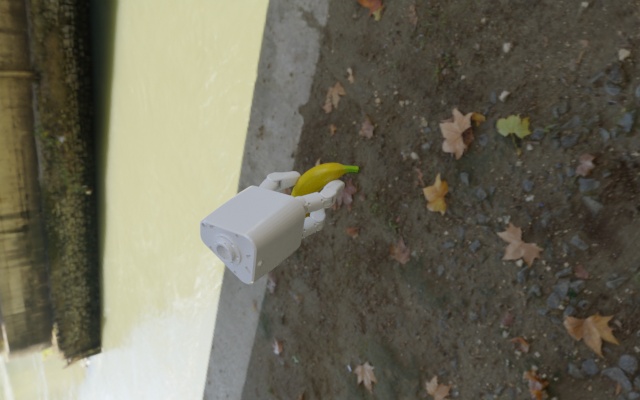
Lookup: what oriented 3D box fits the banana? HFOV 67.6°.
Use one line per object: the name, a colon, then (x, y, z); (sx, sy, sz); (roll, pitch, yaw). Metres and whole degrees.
banana: (-0.014, -0.009, 0.800); (0.069, 0.037, 0.198); (32, -41, -10)
